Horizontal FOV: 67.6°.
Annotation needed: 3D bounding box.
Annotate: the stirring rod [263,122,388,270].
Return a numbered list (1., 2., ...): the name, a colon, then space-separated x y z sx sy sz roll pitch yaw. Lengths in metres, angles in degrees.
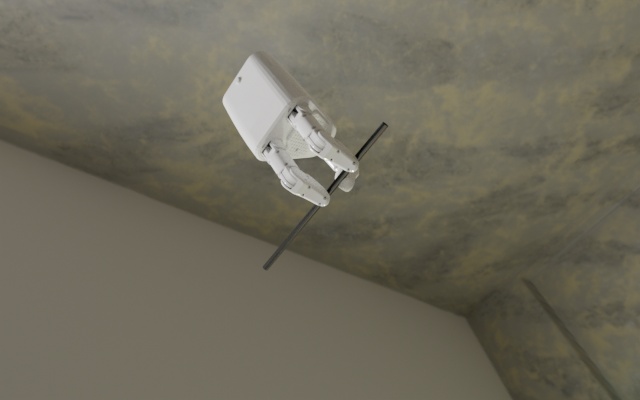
1. stirring rod: 0.000 0.002 0.569 0.011 0.239 0.011 33 24 -16
